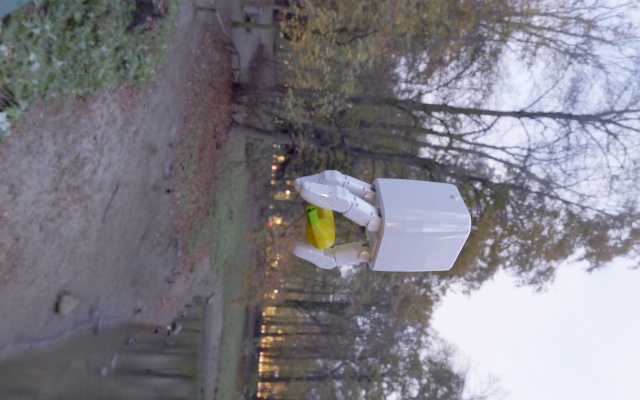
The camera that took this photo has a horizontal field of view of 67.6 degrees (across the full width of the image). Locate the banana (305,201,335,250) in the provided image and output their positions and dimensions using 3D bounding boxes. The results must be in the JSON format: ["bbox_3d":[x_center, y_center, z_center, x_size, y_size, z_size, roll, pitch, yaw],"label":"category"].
[{"bbox_3d":[0.000,0.021,0.629,0.037,0.069,0.197,1,11,-1],"label":"banana"}]
